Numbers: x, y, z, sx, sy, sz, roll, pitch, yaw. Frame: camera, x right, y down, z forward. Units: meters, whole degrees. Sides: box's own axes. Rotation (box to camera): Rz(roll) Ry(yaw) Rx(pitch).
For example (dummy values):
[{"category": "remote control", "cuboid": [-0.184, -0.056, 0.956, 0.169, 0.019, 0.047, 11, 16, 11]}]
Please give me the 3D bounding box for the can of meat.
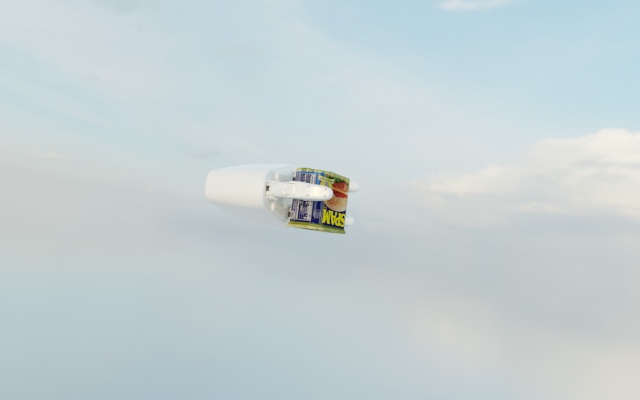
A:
[{"category": "can of meat", "cuboid": [0.000, 0.002, 0.694, 0.057, 0.084, 0.102, 4, -6, 30]}]
